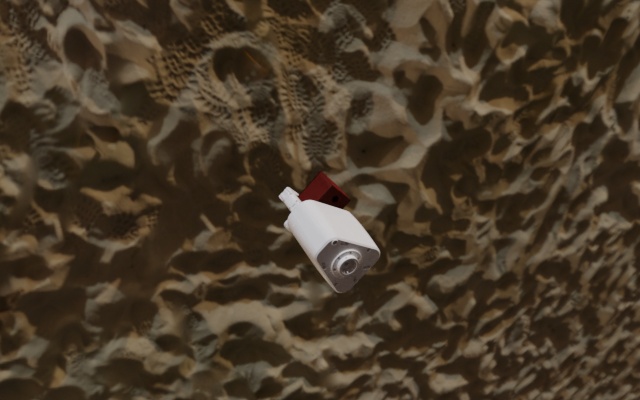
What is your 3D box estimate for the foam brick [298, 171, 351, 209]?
[{"bbox_3d":[0.000,0.002,0.791,0.053,0.078,0.051,37,8,-38],"label":"foam brick"}]
